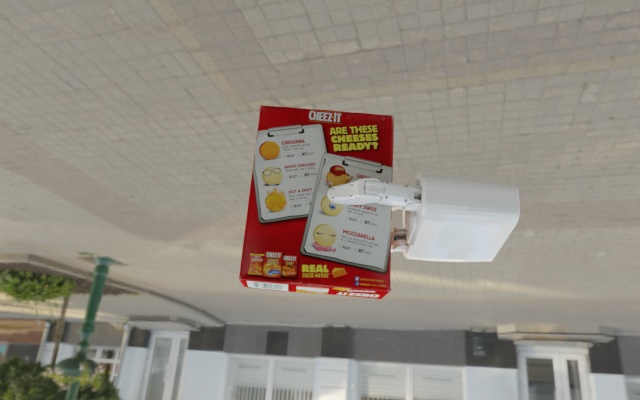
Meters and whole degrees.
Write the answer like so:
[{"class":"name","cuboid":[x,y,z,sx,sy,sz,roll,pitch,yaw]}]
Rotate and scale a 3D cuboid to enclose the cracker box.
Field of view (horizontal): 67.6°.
[{"class":"cracker box","cuboid":[0.000,0.002,0.566,0.164,0.213,0.072,4,-20,-2]}]
